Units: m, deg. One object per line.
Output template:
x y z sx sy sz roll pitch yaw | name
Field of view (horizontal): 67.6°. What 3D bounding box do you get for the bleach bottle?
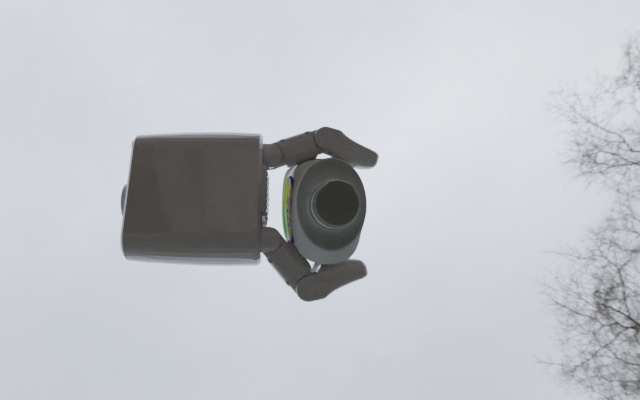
0.000 0.001 0.424 0.068 0.102 0.251 1 -4 -5 | bleach bottle
